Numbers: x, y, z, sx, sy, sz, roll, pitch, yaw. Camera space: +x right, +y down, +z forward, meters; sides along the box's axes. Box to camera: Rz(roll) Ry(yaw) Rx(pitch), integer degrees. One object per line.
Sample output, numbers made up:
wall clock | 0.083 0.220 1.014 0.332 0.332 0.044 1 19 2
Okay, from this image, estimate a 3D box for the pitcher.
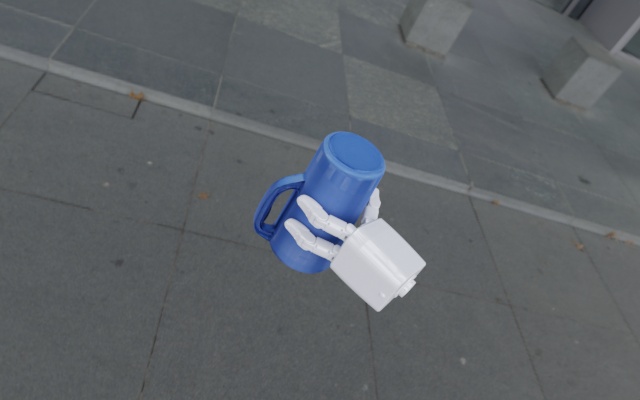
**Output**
pitcher | 0.000 0.003 0.809 0.149 0.145 0.243 -28 -24 -45
